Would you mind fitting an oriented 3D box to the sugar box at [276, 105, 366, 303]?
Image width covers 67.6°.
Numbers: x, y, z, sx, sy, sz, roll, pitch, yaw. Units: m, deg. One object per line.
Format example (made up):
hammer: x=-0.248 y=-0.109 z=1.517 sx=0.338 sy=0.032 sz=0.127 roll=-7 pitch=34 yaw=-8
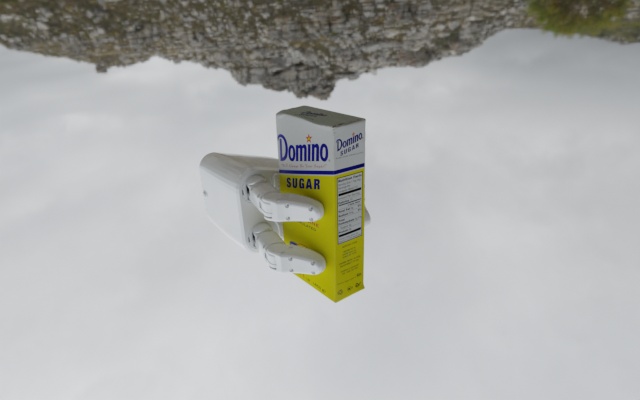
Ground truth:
sugar box: x=0.000 y=0.002 z=0.471 sx=0.048 sy=0.176 sz=0.093 roll=-20 pitch=28 yaw=-33
